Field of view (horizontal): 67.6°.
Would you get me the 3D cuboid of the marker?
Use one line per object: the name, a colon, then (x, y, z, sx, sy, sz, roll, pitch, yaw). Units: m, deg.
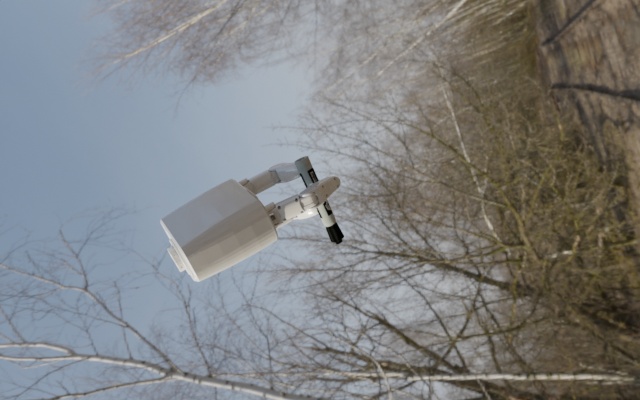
marker: (0.000, 0.002, 0.602, 0.020, 0.121, 0.020, -22, 16, 7)
